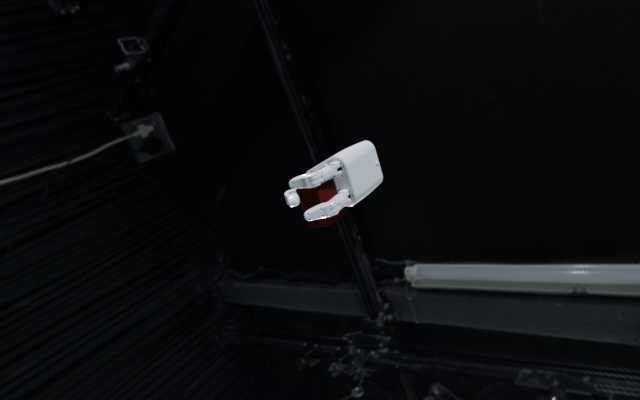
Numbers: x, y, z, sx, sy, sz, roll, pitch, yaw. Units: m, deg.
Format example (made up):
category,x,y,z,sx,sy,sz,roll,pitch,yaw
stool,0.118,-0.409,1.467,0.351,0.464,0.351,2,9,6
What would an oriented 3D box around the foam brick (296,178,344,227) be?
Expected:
category,x,y,z,sx,sy,sz,roll,pitch,yaw
foam brick,0.000,0.003,0.869,0.053,0.078,0.051,-4,21,41
